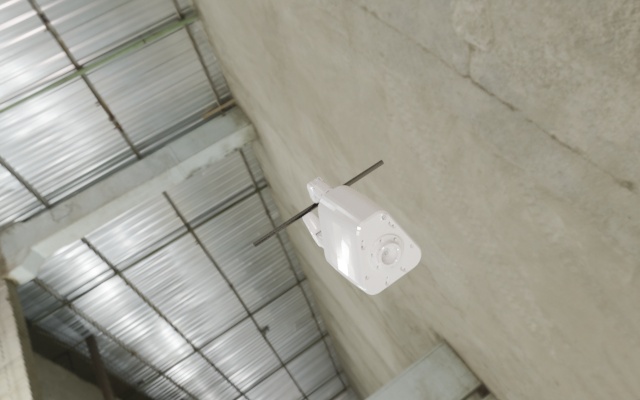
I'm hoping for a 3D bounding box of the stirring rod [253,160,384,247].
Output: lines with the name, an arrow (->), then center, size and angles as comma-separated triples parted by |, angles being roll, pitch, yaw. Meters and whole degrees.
stirring rod -> 0.000, 0.002, 0.734 | 0.239, 0.011, 0.011 | -33, 8, -13
